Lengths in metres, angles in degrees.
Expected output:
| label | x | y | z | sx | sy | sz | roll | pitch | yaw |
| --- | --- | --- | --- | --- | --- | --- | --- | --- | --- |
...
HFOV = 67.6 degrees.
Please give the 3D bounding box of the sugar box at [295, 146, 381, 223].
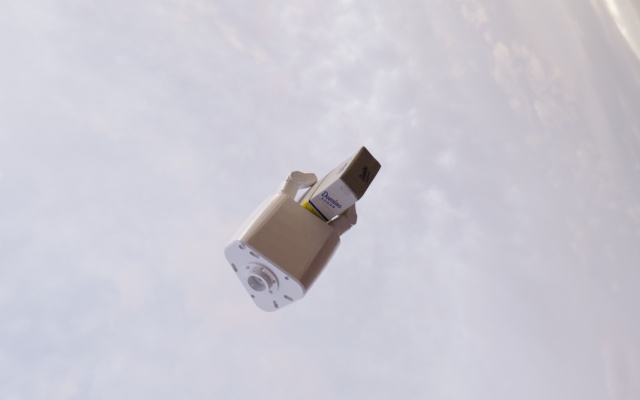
| label | x | y | z | sx | sy | sz | roll | pitch | yaw |
| --- | --- | --- | --- | --- | --- | --- | --- | --- | --- |
| sugar box | 0.000 | 0.003 | 0.670 | 0.176 | 0.048 | 0.093 | -33 | 13 | 40 |
